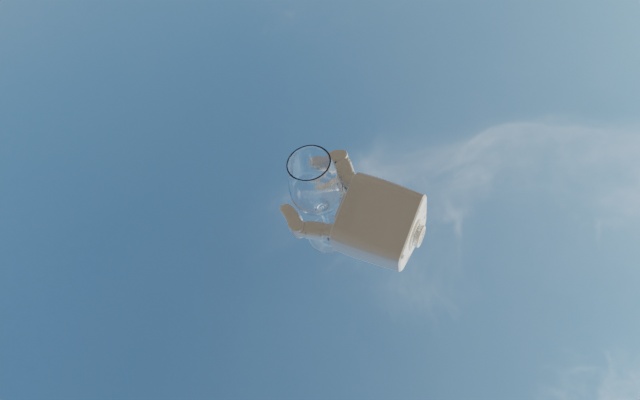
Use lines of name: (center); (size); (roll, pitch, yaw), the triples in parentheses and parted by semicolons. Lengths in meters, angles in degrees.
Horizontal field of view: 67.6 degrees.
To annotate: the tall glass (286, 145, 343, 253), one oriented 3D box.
tall glass: (0.000, 0.003, 0.725); (0.079, 0.079, 0.201); (0, -33, 12)
